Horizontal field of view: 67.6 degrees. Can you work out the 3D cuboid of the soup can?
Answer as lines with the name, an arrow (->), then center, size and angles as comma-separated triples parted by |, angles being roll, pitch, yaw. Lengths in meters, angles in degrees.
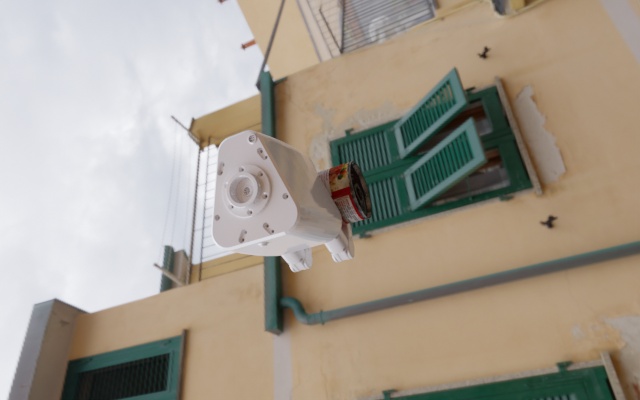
soup can -> 0.000, 0.002, 0.553 | 0.102, 0.068, 0.068 | -17, -6, 18
